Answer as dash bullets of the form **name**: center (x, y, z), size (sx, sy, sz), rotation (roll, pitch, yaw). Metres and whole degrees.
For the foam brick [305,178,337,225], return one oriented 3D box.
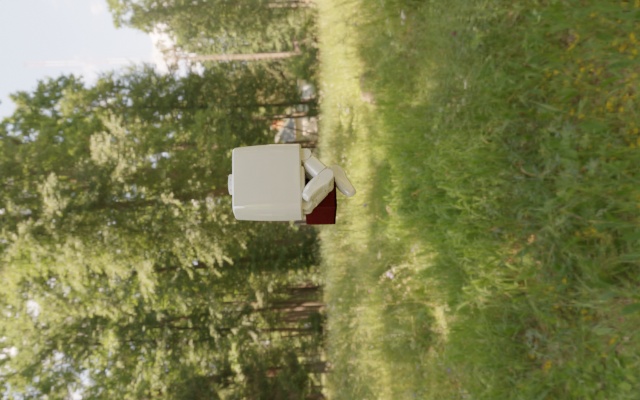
- **foam brick**: center (0.000, 0.003, 0.803), size (0.051, 0.053, 0.078), rotation (-2, -26, -1)
